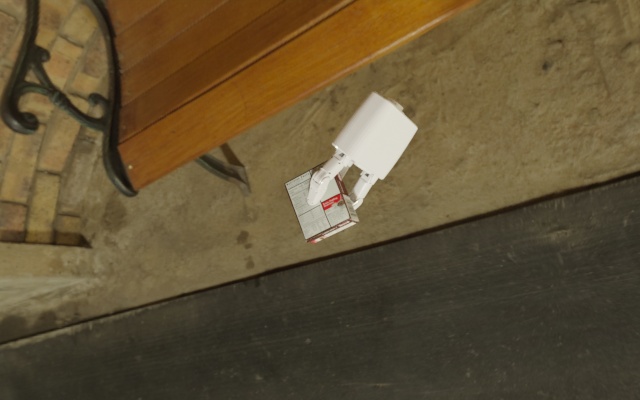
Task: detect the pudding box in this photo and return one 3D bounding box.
[{"bbox_3d":[0.000,0.003,0.792,0.090,0.113,0.039,-27,-20,18],"label":"pudding box"}]
